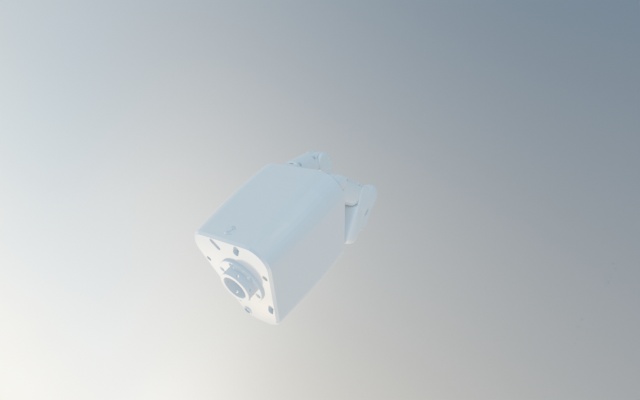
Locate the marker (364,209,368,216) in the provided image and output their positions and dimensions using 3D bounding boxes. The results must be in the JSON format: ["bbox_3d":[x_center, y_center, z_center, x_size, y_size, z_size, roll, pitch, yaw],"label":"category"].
[{"bbox_3d":[0.000,0.002,0.549,0.121,0.020,0.020,9,6,39],"label":"marker"}]
